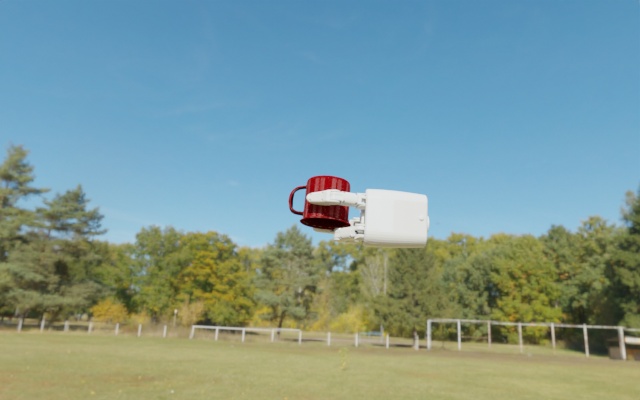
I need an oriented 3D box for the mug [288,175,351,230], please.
[{"bbox_3d":[-0.001,0.003,0.873,0.117,0.081,0.093,5,-15,1],"label":"mug"}]
